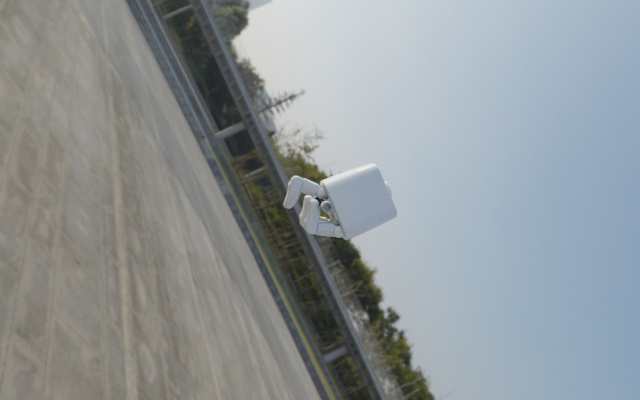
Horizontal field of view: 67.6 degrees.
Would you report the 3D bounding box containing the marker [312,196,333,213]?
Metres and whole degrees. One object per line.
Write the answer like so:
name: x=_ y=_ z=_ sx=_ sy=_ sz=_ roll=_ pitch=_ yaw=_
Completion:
marker: x=0.000 y=0.003 z=0.861 sx=0.020 sy=0.020 sz=0.121 roll=0 pitch=8 yaw=-11
